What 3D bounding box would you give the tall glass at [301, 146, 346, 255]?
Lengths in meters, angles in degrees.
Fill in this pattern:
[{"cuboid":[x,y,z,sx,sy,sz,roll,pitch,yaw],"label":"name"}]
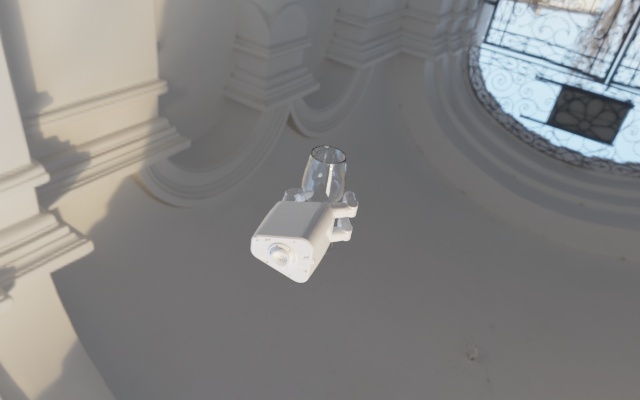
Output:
[{"cuboid":[0.000,0.003,0.869,0.079,0.201,0.079,7,34,-5],"label":"tall glass"}]
